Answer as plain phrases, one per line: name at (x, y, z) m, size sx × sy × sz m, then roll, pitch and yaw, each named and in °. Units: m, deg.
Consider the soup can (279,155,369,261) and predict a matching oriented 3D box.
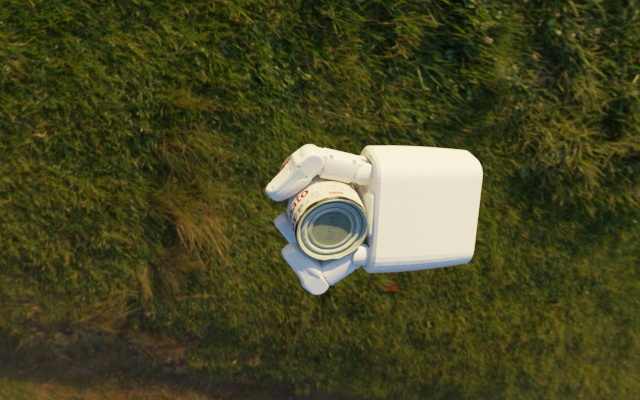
soup can at (0.000, 0.002, 0.455) m, size 0.068 × 0.068 × 0.102 m, roll 0°, pitch 30°, yaw -14°
